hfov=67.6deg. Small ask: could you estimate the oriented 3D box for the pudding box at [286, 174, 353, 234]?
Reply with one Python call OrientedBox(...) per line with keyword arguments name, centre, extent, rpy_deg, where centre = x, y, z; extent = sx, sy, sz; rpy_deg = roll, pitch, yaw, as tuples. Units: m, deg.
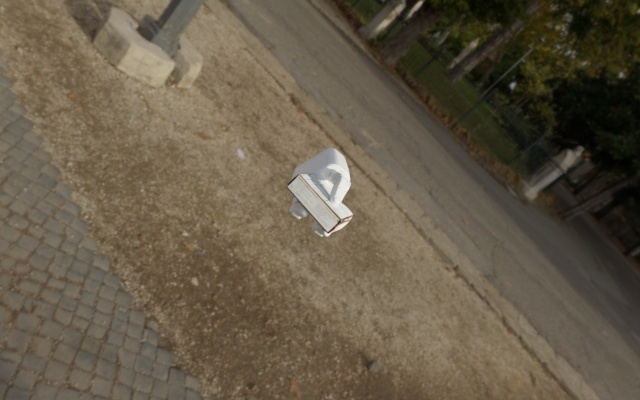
OrientedBox(name="pudding box", centre=(0.000, 0.003, 0.842), extent=(0.039, 0.113, 0.090), rpy_deg=(-46, -10, 15))
